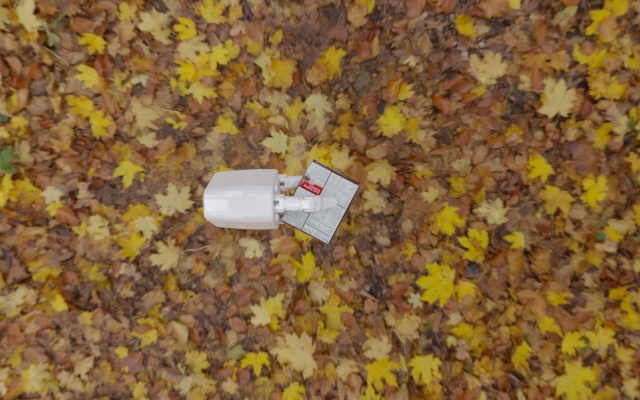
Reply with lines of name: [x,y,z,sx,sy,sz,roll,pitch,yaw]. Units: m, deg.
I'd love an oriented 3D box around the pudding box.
pudding box: [0.000,0.002,0.766,0.090,0.113,0.039,28,6,-1]
